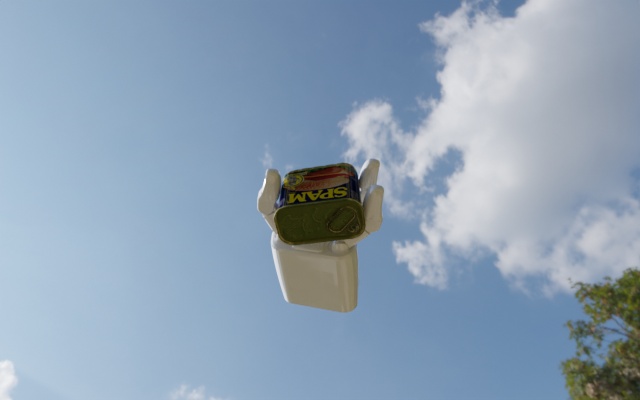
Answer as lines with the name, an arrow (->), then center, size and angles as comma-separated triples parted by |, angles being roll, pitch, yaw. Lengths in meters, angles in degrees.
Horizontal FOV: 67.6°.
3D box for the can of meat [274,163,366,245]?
can of meat -> 0.000, 0.002, 0.572 | 0.102, 0.057, 0.084 | -7, 35, 6
